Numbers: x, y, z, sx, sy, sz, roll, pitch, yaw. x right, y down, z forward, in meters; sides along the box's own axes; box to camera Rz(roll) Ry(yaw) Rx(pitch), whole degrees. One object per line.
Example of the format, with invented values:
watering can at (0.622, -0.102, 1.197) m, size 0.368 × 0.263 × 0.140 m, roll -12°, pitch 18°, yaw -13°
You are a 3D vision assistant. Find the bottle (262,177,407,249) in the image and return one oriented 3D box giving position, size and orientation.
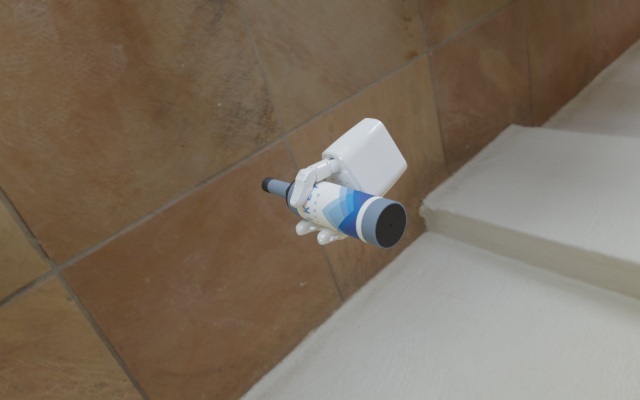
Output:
bottle at (0.000, 0.003, 0.749) m, size 0.069 × 0.069 × 0.295 m, roll 0°, pitch 12°, yaw -41°
